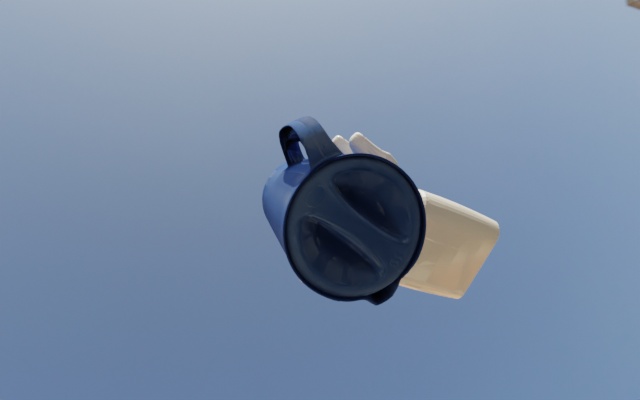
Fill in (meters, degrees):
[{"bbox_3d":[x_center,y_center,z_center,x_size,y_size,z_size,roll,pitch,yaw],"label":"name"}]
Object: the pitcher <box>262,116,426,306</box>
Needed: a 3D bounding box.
[{"bbox_3d":[0.000,0.002,0.526,0.145,0.149,0.243,18,2,-17],"label":"pitcher"}]
